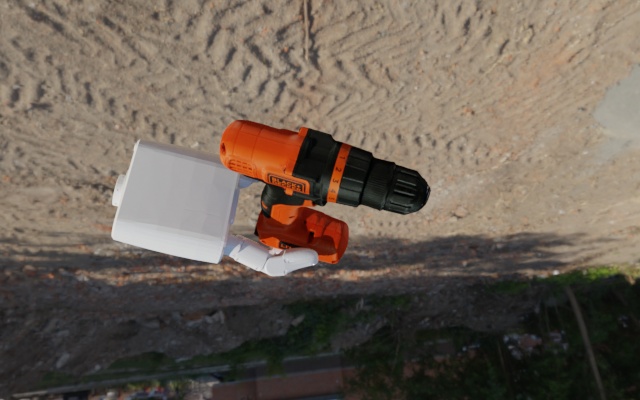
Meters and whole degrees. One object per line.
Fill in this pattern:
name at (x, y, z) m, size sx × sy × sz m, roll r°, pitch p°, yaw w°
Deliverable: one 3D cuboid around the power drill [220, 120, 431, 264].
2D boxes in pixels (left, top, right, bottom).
power drill at (0.000, 0.002, 0.473) m, size 0.184 × 0.057 × 0.188 m, roll 18°, pitch -27°, yaw 5°
